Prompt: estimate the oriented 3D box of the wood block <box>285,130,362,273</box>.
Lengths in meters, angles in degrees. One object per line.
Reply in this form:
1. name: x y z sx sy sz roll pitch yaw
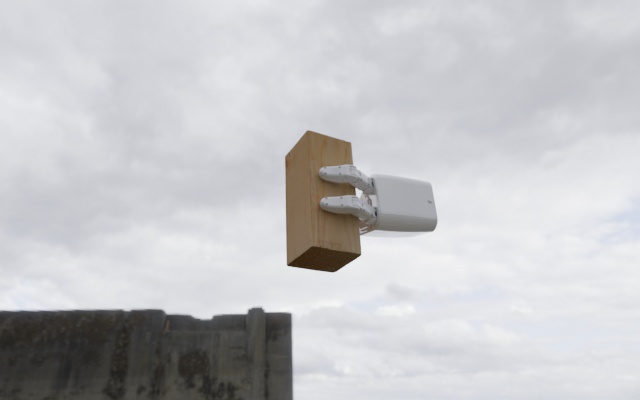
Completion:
1. wood block: 0.000 0.003 0.783 0.090 0.206 0.091 12 -32 -26
